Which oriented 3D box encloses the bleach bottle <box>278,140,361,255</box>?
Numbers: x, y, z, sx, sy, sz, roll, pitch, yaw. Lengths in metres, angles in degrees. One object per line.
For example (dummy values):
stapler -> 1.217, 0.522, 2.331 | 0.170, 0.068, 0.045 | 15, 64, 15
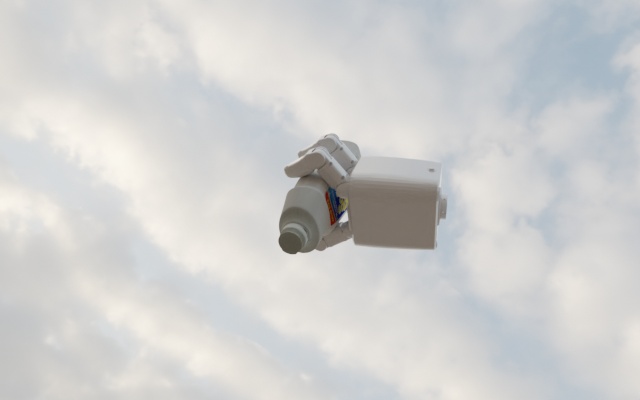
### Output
bleach bottle -> 0.000, 0.002, 0.632 | 0.068, 0.103, 0.250 | 4, 26, 15
